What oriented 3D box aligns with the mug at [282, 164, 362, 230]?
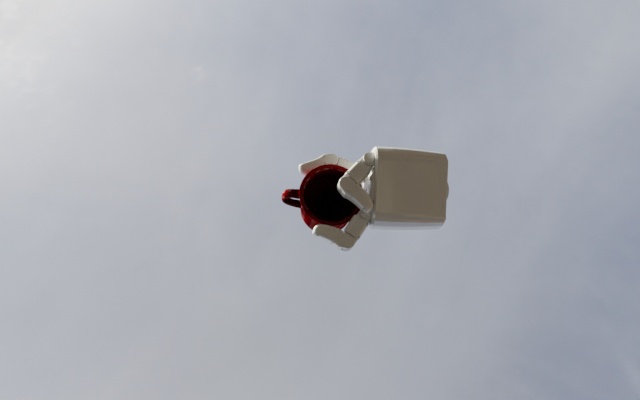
[{"bbox_3d":[-0.001,0.002,0.717,0.117,0.093,0.081,4,-18,-4],"label":"mug"}]
